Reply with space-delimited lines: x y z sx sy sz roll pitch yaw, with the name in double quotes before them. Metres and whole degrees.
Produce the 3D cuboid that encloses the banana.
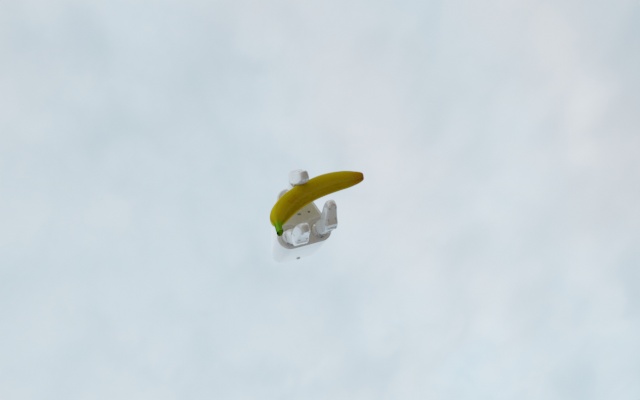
"banana" -0.015 -0.005 0.788 0.197 0.037 0.069 -35 55 -30
